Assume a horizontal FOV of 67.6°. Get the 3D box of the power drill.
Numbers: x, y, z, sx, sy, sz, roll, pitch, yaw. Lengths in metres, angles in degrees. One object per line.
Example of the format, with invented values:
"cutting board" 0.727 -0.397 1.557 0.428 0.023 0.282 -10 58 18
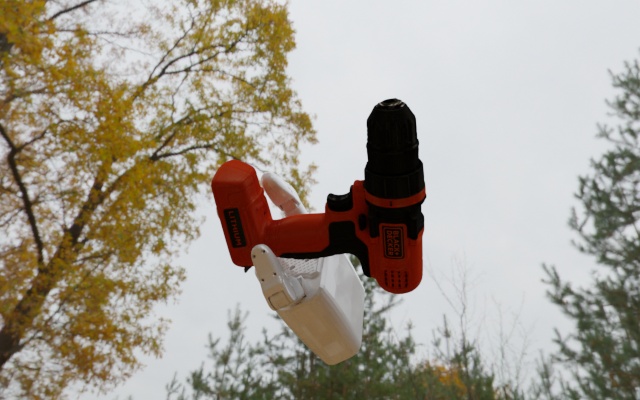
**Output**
"power drill" 0.000 0.002 0.432 0.187 0.184 0.057 2 29 17
